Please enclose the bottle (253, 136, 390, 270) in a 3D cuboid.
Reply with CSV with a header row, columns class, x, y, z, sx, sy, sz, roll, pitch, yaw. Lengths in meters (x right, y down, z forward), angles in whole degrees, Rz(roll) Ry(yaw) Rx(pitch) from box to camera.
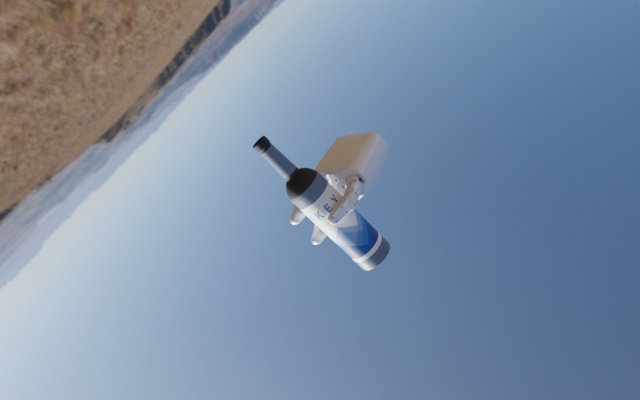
class,x,y,z,sx,sy,sz,roll,pitch,yaw
bottle,0.000,0.003,0.810,0.296,0.069,0.069,44,-18,-19
